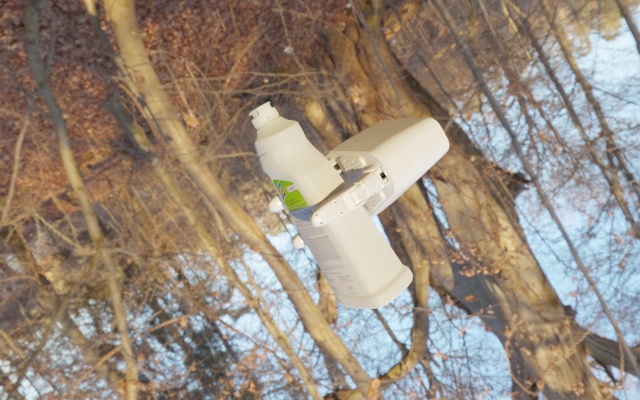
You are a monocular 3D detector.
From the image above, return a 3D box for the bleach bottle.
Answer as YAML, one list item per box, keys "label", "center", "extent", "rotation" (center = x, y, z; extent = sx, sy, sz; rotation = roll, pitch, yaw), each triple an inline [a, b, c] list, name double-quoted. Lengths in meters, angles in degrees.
- label: "bleach bottle"
  center: [0.000, 0.002, 0.541]
  extent: [0.068, 0.251, 0.102]
  rotation: [-35, 8, -30]
